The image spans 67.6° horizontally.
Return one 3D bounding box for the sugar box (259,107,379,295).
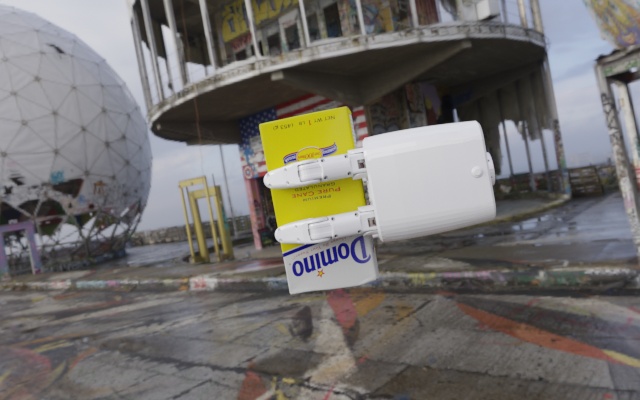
[{"bbox_3d":[0.000,0.001,0.488,0.093,0.176,0.048,-10,1,9],"label":"sugar box"}]
